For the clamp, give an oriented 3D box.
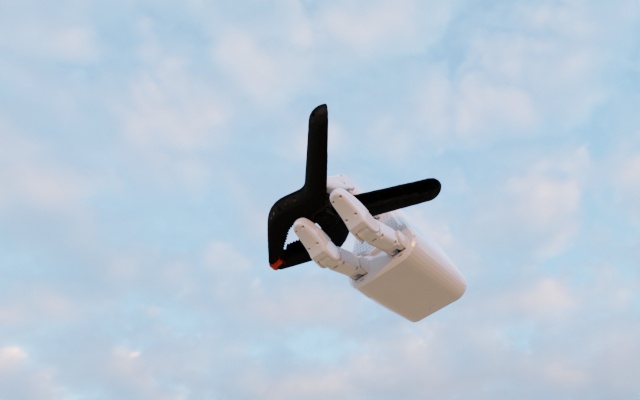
[{"bbox_3d":[0.000,0.002,0.515,0.165,0.036,0.210,37,-60,-27],"label":"clamp"}]
